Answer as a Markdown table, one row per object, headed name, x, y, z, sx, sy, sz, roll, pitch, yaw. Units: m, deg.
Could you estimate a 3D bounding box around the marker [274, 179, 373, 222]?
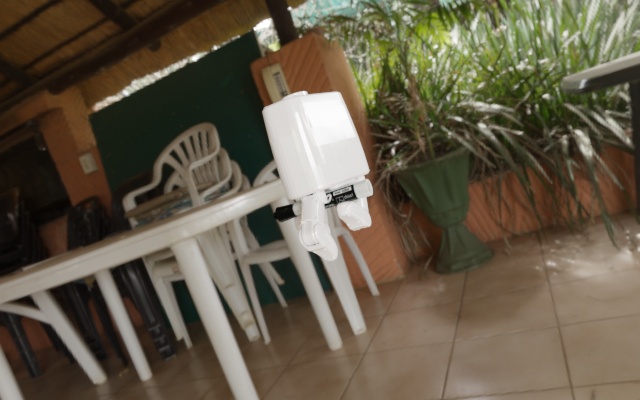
| name | x | y | z | sx | sy | sz | roll | pitch | yaw |
| --- | --- | --- | --- | --- | --- | --- | --- | --- | --- |
| marker | 0.000 | 0.002 | 0.541 | 0.121 | 0.020 | 0.020 | -17 | -7 | 22 |
